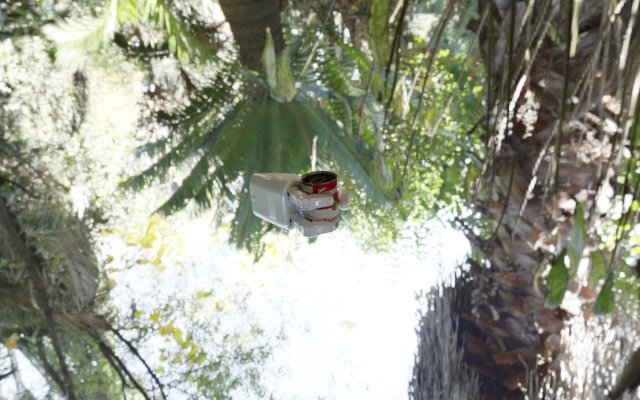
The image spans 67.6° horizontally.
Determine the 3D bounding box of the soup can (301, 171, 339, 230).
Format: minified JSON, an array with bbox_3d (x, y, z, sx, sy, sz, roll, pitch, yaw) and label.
[{"bbox_3d":[0.001,0.003,0.898,0.068,0.102,0.068,-3,23,1],"label":"soup can"}]
